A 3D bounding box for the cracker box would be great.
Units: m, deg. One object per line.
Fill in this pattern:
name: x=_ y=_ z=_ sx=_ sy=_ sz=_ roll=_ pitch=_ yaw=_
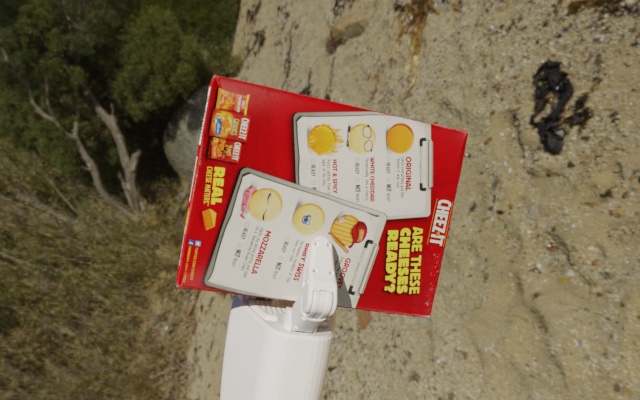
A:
cracker box: x=0.000 y=0.001 z=0.407 sx=0.214 sy=0.164 sz=0.072 roll=10 pitch=5 yaw=-15
